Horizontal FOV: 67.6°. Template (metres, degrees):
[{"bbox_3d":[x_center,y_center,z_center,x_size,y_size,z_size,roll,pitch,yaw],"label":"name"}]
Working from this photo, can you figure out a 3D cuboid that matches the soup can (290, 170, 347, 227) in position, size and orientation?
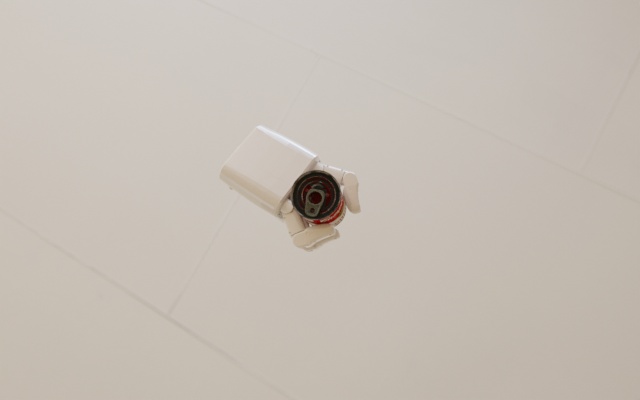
[{"bbox_3d":[0.001,0.002,0.676,0.068,0.068,0.102,0,-11,8],"label":"soup can"}]
